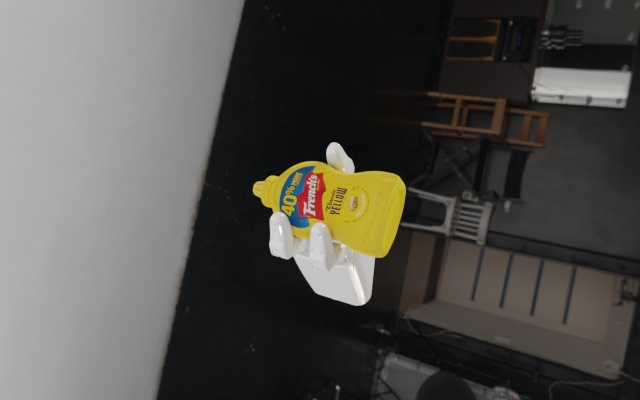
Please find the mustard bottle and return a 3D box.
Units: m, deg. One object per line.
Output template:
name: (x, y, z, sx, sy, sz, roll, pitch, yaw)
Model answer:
mustard bottle: (0.000, 0.002, 0.582, 0.191, 0.096, 0.058, 12, -12, 27)
